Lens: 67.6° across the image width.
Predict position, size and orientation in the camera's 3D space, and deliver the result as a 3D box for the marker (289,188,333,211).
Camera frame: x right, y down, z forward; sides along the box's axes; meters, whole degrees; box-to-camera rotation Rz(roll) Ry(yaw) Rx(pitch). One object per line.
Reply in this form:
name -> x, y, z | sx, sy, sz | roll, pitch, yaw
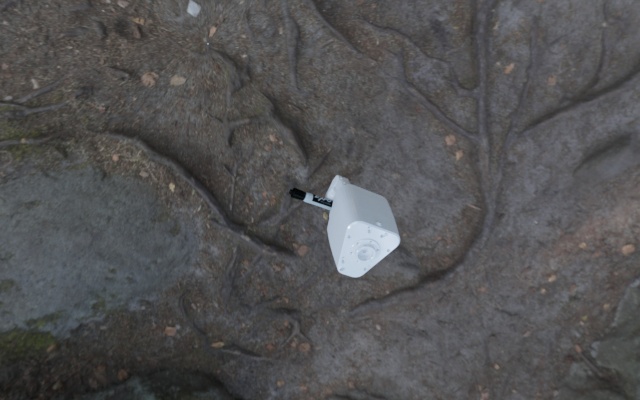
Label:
marker -> 0.000, 0.003, 0.860 | 0.121, 0.020, 0.020 | 19, -7, -19
